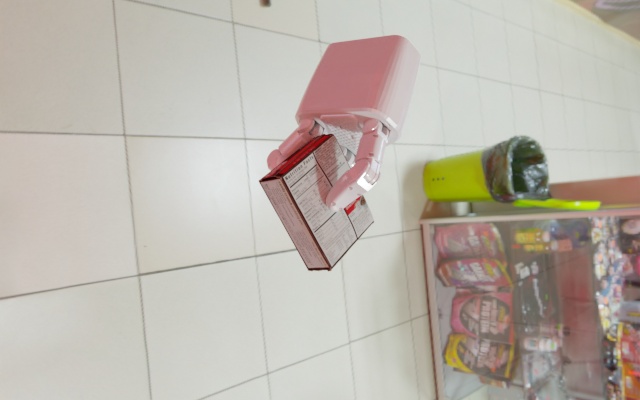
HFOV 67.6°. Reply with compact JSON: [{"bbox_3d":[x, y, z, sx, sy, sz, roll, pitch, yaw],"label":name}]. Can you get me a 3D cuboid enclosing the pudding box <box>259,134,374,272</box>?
[{"bbox_3d":[0.000,0.002,0.488,0.039,0.113,0.090,-8,27,47],"label":"pudding box"}]
